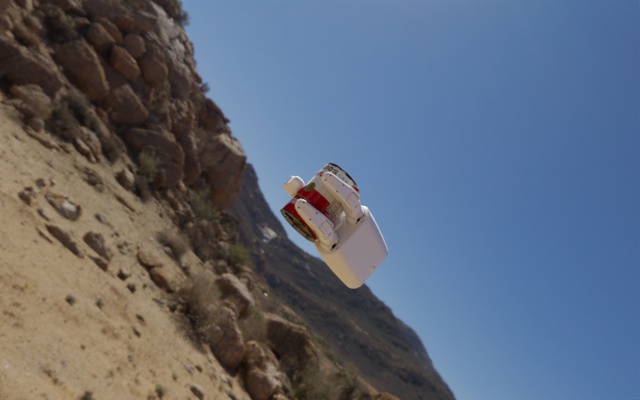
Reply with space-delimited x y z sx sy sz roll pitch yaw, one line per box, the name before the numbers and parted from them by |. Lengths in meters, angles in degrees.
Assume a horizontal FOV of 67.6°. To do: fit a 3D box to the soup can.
soup can | 0.000 0.002 0.701 0.102 0.068 0.068 -46 13 -13
